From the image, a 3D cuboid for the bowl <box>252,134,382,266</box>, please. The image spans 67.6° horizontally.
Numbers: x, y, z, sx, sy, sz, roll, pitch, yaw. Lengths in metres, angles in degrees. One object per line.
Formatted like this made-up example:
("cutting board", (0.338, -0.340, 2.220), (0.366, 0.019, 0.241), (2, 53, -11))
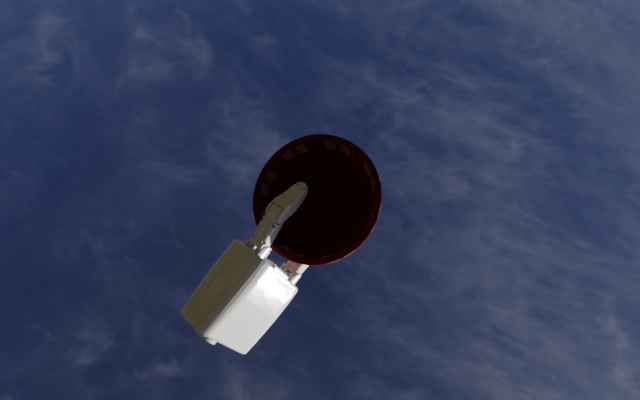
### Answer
("bowl", (0.001, 0.001, 0.596), (0.162, 0.162, 0.055), (0, -12, 17))
